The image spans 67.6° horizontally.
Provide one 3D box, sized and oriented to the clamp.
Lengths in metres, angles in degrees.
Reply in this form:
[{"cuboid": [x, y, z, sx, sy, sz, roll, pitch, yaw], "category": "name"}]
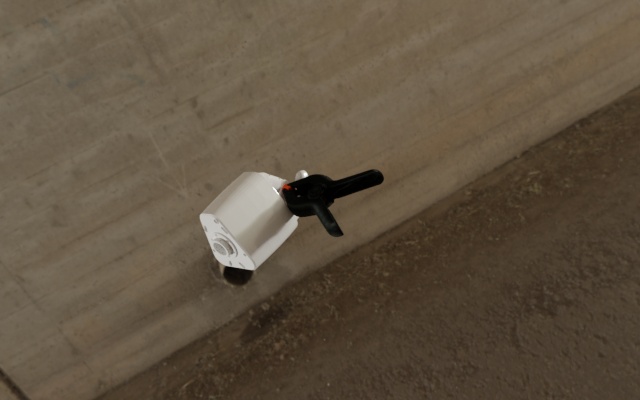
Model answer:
[{"cuboid": [0.000, 0.002, 0.701, 0.171, 0.039, 0.120, -3, 38, 43], "category": "clamp"}]
